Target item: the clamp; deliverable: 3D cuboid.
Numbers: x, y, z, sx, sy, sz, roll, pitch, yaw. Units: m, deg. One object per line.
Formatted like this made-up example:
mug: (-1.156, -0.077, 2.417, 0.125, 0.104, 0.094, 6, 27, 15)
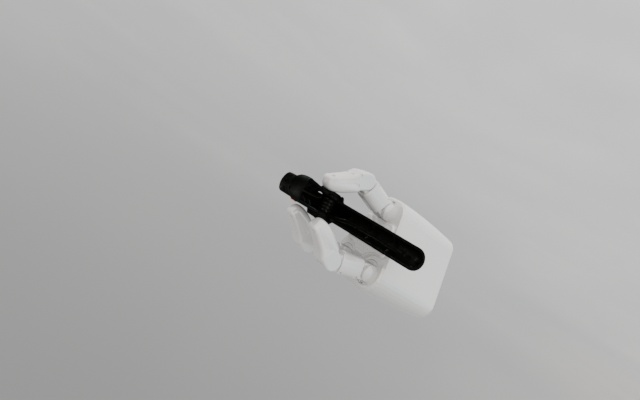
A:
clamp: (0.000, 0.001, 0.523, 0.165, 0.036, 0.210, 34, -2, -32)
